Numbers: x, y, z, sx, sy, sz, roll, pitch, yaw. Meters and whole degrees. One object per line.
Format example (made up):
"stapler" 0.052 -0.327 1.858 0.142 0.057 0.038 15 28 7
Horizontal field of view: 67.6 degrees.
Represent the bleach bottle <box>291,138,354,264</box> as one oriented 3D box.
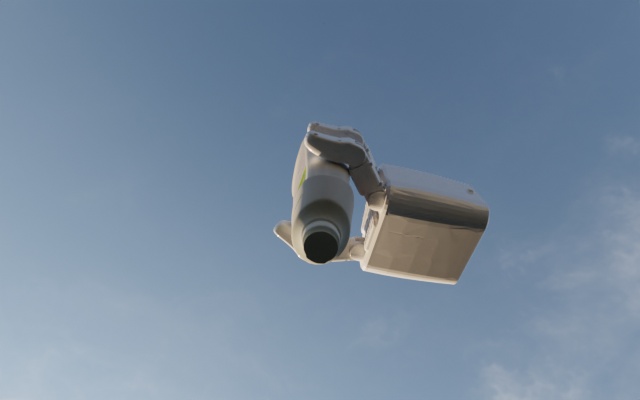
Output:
"bleach bottle" 0.000 0.001 0.494 0.068 0.103 0.250 10 20 -3
